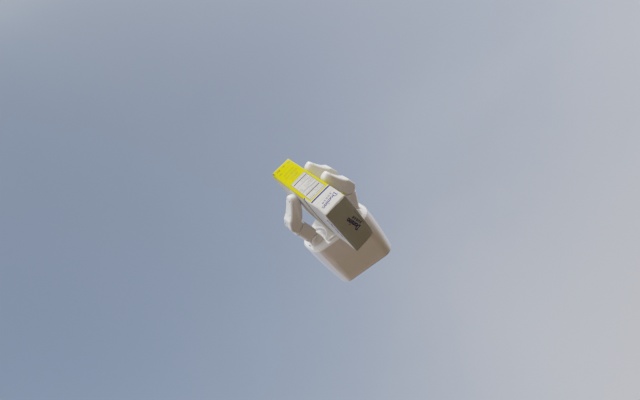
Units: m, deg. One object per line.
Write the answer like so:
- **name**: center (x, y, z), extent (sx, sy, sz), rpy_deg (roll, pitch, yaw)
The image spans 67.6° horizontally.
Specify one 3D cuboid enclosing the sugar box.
- **sugar box**: center (0.001, 0.002, 0.738), extent (0.176, 0.048, 0.093), rpy_deg (32, -14, 51)
